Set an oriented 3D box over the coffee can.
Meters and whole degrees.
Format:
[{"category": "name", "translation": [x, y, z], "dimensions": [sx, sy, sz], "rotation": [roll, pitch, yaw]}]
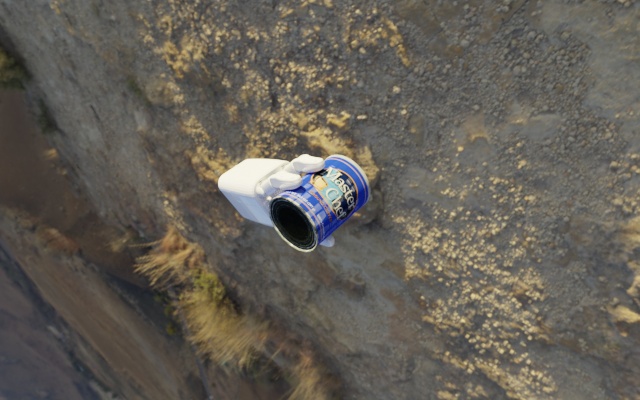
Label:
[{"category": "coffee can", "translation": [0.000, 0.003, 0.778], "dimensions": [0.103, 0.103, 0.140], "rotation": [0, 31, 48]}]
